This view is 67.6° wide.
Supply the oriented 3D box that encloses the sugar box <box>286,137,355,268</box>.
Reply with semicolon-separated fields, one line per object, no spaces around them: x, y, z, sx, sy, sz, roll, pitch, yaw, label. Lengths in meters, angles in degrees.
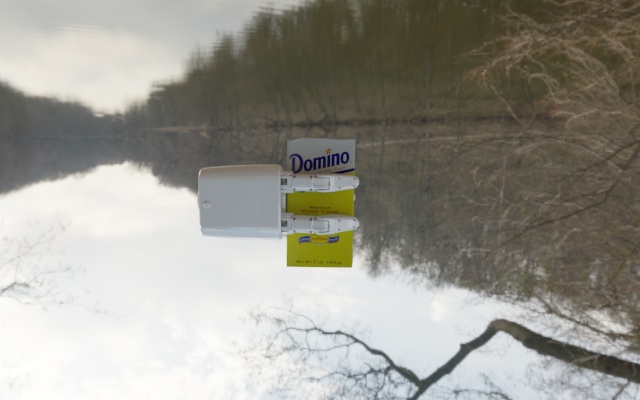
0.000;0.002;0.657;0.093;0.176;0.048;0;7;0;sugar box
